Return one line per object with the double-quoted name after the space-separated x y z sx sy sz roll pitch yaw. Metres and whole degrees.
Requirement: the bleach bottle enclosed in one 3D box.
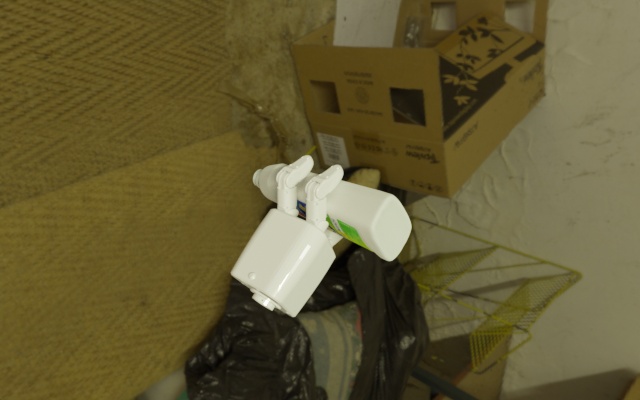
0.000 0.002 0.686 0.250 0.068 0.103 20 -21 38 "bleach bottle"
